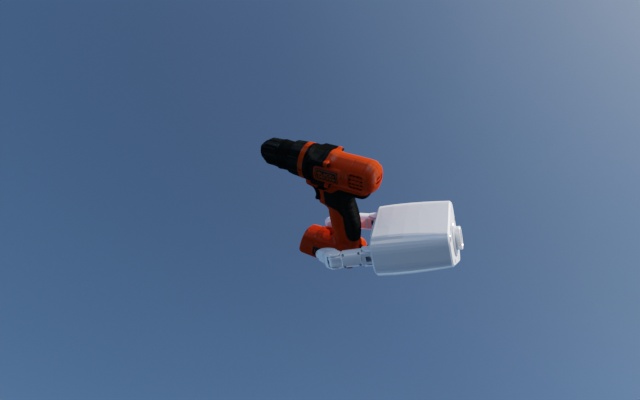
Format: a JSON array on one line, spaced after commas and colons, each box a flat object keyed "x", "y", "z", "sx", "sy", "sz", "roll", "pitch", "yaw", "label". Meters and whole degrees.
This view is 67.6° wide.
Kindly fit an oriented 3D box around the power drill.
[{"x": 0.000, "y": 0.003, "z": 0.696, "sx": 0.184, "sy": 0.188, "sz": 0.057, "roll": 18, "pitch": 44, "yaw": 26, "label": "power drill"}]
